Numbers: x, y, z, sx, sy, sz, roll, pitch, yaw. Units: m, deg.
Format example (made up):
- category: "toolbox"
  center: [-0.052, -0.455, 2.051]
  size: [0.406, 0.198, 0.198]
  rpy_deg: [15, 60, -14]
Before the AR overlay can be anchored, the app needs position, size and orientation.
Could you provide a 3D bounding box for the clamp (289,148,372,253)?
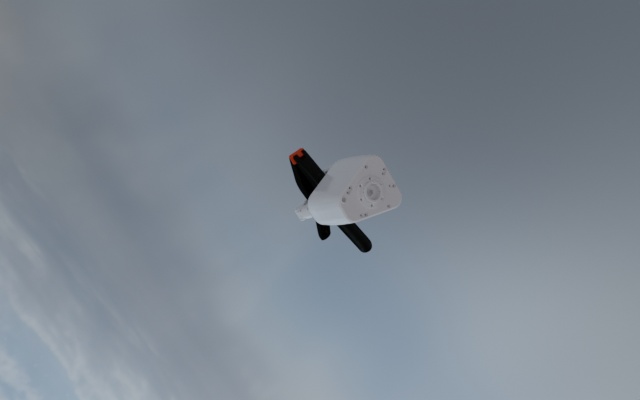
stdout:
- category: "clamp"
  center: [-0.001, 0.003, 0.875]
  size: [0.036, 0.210, 0.164]
  rpy_deg: [-37, 13, -23]
